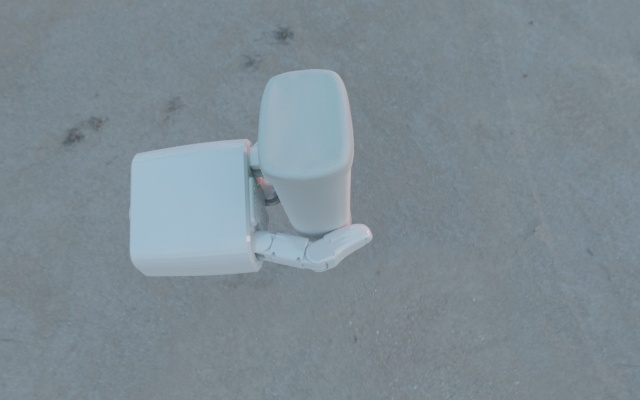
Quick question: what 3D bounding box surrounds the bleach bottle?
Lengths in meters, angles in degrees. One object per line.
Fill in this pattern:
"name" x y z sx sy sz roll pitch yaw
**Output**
"bleach bottle" 0.000 0.001 0.446 0.068 0.102 0.251 -4 -30 4
